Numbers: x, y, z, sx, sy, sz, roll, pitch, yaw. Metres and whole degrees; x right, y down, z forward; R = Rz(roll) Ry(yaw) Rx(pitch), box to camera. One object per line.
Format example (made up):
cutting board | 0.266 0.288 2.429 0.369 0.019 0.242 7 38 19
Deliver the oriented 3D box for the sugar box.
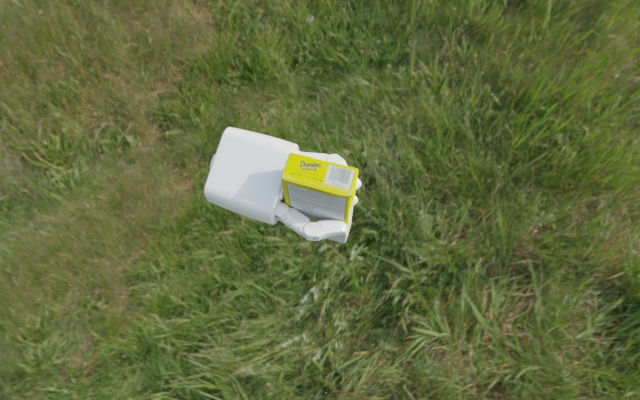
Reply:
sugar box | 0.000 0.002 0.670 0.093 0.048 0.176 15 -21 6
